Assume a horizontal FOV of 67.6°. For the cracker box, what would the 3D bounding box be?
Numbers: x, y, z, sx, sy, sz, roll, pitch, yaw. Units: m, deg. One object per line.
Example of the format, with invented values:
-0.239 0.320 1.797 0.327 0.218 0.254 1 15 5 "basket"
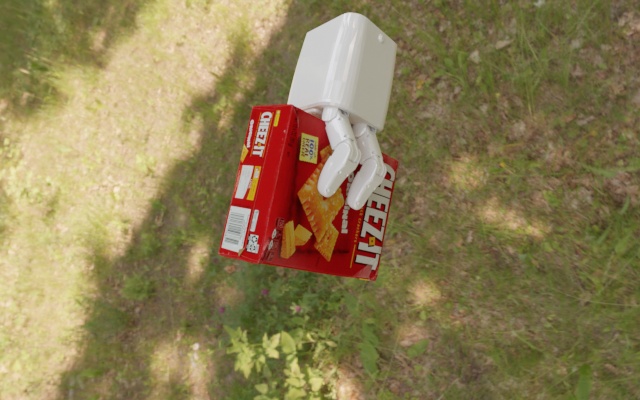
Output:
0.000 0.002 0.559 0.072 0.164 0.214 8 -7 41 "cracker box"
